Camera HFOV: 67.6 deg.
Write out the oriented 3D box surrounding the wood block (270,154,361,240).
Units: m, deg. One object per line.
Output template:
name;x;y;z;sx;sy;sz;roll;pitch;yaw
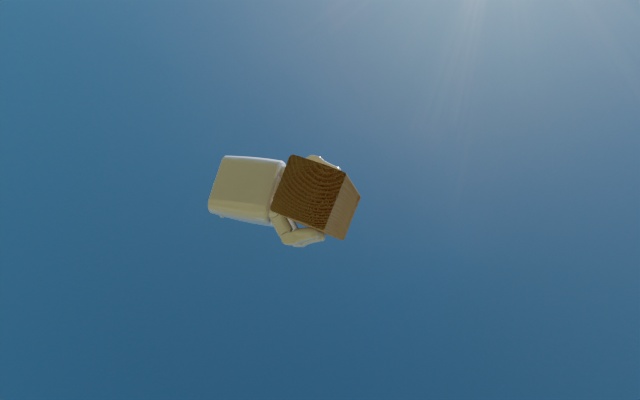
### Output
wood block;0.000;0.002;0.779;0.090;0.091;0.206;20;-4;13
